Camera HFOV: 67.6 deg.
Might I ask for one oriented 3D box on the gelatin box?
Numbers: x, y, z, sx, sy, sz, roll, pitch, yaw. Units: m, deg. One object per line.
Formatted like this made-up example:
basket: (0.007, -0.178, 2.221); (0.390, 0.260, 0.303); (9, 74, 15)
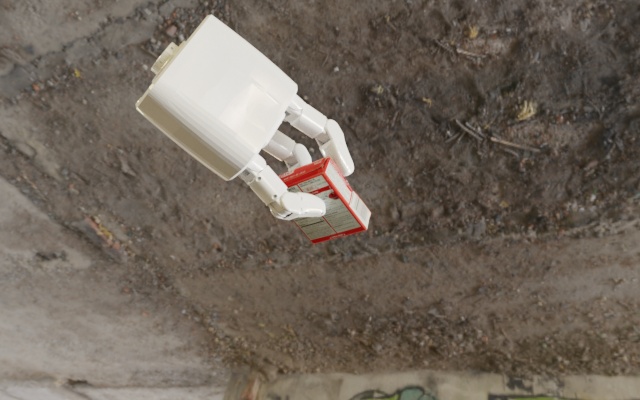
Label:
gelatin box: (0.000, 0.002, 0.510); (0.073, 0.089, 0.030); (-19, 34, 33)
